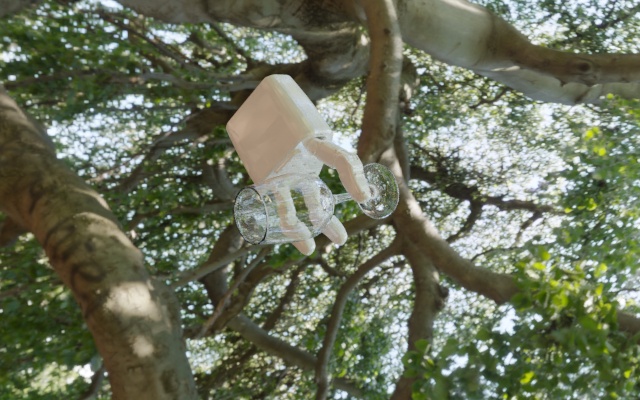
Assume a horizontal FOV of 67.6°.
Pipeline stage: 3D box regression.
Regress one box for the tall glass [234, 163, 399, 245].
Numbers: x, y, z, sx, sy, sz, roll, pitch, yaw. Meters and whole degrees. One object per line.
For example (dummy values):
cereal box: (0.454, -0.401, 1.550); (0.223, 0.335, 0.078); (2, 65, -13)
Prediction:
tall glass: (0.001, 0.002, 0.558); (0.201, 0.079, 0.079); (-11, 8, -42)
